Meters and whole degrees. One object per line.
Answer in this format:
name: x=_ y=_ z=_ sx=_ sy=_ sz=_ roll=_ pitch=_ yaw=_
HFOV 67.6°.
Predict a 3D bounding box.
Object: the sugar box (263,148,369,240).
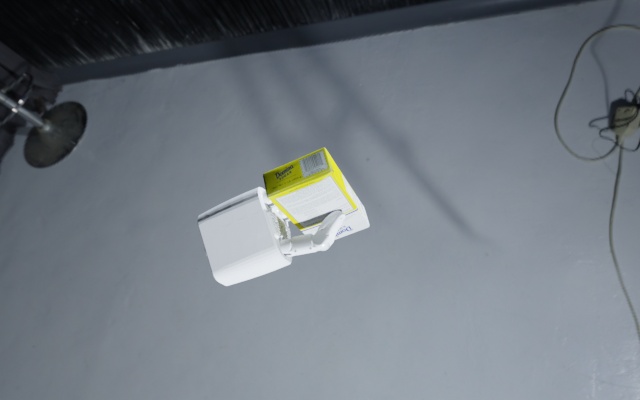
sugar box: x=0.000 y=0.002 z=0.676 sx=0.093 sy=0.048 sz=0.176 roll=-21 pitch=-30 yaw=11
